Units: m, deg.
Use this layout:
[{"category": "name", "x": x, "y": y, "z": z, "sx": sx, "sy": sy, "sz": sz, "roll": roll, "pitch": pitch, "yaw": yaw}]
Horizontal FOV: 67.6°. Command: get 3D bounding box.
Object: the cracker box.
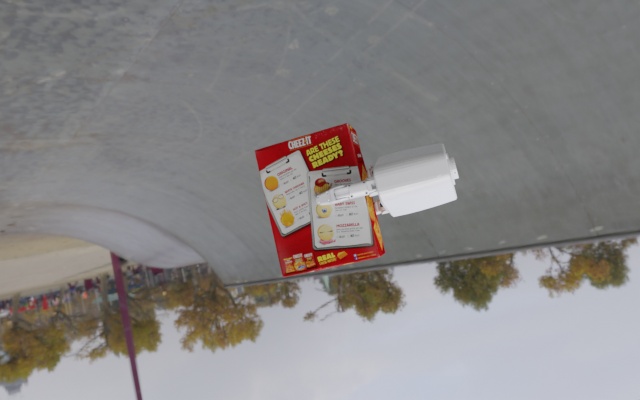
[{"category": "cracker box", "x": 0.000, "y": 0.003, "z": 0.779, "sx": 0.164, "sy": 0.213, "sz": 0.072, "roll": -14, "pitch": -5, "yaw": 15}]
